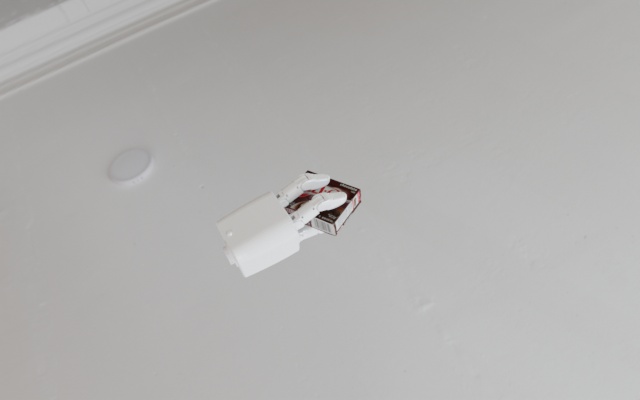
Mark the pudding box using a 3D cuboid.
[{"bbox_3d":[0.000,0.003,0.818,0.113,0.090,0.039,22,-35,24],"label":"pudding box"}]
